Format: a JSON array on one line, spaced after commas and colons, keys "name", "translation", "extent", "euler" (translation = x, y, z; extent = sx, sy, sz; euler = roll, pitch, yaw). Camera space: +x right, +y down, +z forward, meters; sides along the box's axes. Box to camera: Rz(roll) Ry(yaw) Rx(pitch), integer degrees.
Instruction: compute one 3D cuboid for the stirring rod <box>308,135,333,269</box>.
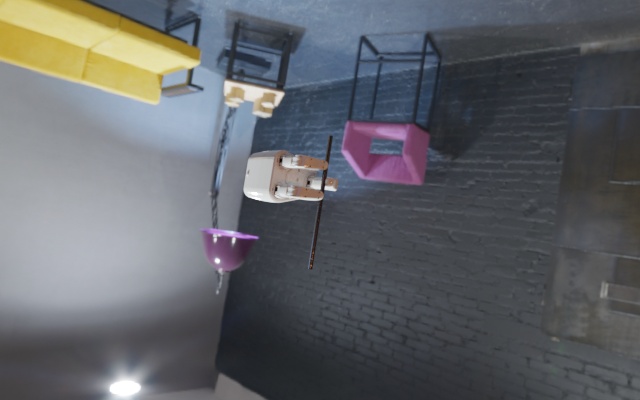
[{"name": "stirring rod", "translation": [0.000, 0.003, 0.851], "extent": [0.011, 0.239, 0.011], "euler": [9, -3, 0]}]
